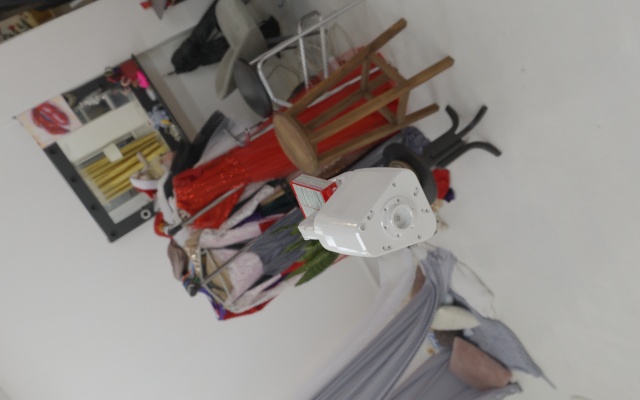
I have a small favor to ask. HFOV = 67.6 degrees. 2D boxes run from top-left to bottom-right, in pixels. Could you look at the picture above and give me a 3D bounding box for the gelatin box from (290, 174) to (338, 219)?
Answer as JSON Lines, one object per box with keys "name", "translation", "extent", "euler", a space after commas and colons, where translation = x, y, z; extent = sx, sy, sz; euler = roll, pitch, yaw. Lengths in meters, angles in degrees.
{"name": "gelatin box", "translation": [0.000, 0.003, 0.718], "extent": [0.030, 0.073, 0.089], "euler": [-36, 29, -25]}
